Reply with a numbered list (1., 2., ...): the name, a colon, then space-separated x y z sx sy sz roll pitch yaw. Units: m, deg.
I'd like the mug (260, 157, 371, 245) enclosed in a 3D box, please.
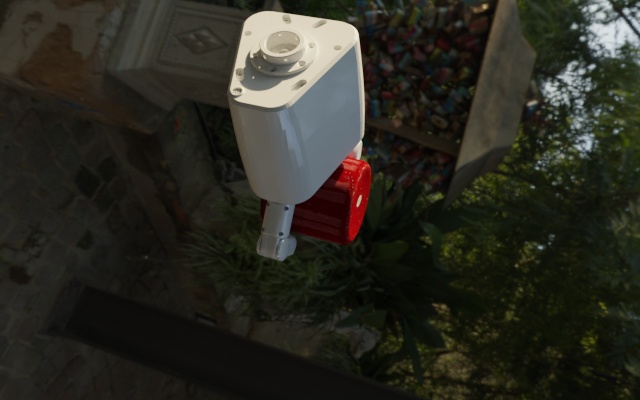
1. mug: 0.000 0.002 0.466 0.081 0.093 0.117 14 -32 15
